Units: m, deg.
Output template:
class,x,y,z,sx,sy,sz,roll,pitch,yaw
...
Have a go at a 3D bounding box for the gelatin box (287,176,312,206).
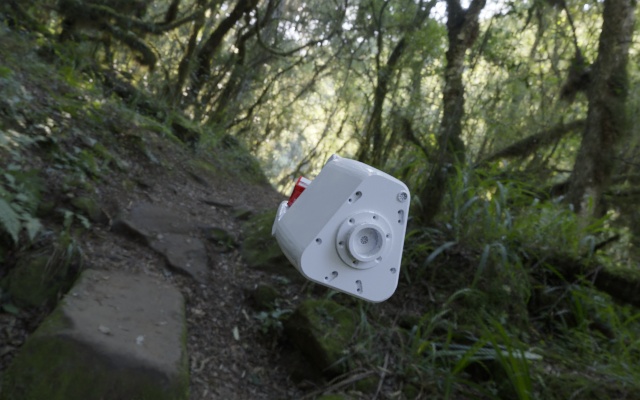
class,x,y,z,sx,sy,sz,roll,pitch,yaw
gelatin box,0.000,0.001,0.583,0.073,0.030,0.089,24,9,-3
